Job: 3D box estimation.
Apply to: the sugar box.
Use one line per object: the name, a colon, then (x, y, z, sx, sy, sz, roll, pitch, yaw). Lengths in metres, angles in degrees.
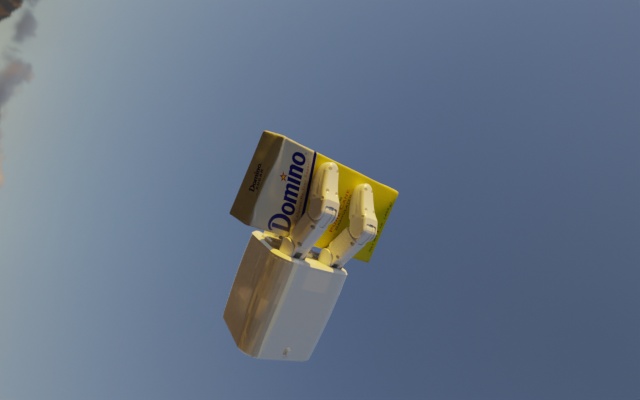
sugar box: (0.000, 0.002, 0.511, 0.176, 0.093, 0.048, 21, 2, -42)
